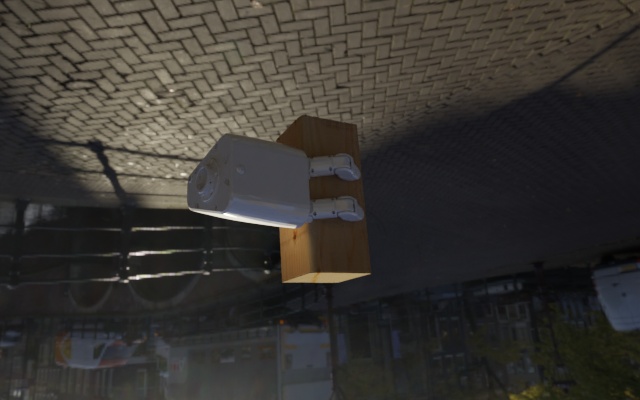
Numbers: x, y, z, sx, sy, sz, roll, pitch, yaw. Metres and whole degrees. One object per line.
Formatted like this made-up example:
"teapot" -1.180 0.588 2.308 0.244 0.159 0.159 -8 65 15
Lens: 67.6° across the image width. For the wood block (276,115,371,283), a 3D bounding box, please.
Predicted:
"wood block" 0.000 0.002 0.647 0.090 0.206 0.091 5 -18 -28
